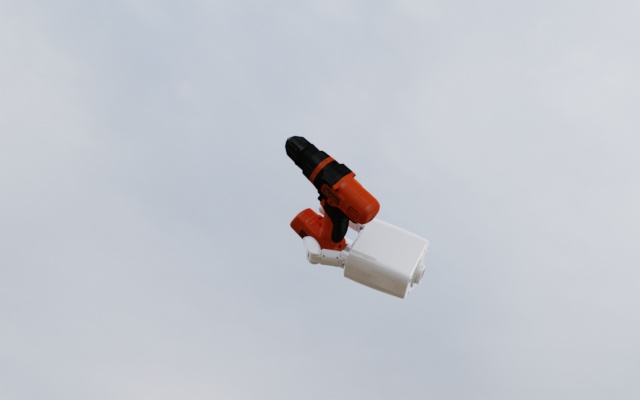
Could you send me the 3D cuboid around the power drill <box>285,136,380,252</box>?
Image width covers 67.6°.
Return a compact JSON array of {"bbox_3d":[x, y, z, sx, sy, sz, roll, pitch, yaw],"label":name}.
[{"bbox_3d":[0.000,0.003,0.785,0.057,0.184,0.188,-36,-20,-29],"label":"power drill"}]
